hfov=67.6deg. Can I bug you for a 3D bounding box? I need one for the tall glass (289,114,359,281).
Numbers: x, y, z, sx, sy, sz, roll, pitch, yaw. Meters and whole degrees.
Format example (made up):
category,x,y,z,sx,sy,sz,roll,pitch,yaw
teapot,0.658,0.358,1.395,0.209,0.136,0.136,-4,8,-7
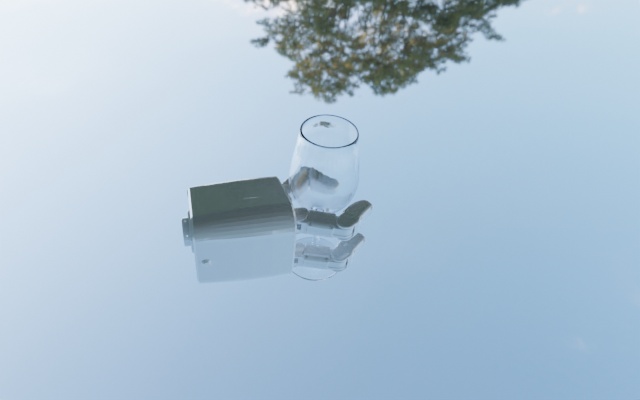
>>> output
category,x,y,z,sx,sy,sz,roll,pitch,yaw
tall glass,0.000,0.002,0.557,0.079,0.201,0.079,4,42,-4
